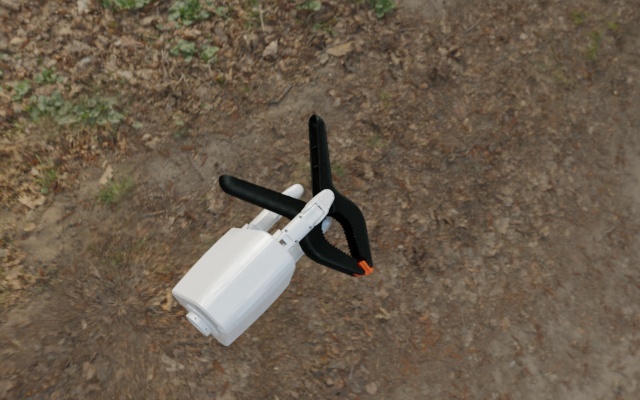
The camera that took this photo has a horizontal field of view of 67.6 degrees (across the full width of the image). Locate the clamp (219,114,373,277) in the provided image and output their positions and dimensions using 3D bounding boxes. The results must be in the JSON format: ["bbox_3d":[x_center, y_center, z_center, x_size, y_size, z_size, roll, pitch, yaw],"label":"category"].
[{"bbox_3d":[0.001,0.002,0.595,0.164,0.210,0.036,-46,8,-27],"label":"clamp"}]
